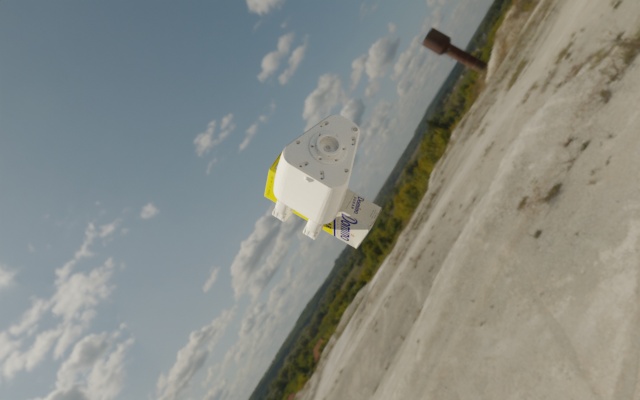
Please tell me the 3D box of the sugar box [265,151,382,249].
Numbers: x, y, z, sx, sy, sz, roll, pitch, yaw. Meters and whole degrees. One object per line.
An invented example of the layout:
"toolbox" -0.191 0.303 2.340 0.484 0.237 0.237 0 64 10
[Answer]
"sugar box" 0.000 0.003 0.749 0.176 0.048 0.093 31 -28 6
